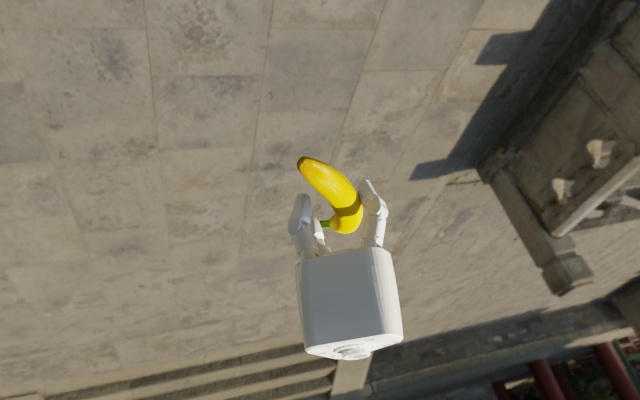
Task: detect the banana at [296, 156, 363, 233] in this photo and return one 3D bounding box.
[{"bbox_3d":[0.019,0.003,0.618,0.069,0.037,0.198,-1,-27,8],"label":"banana"}]
